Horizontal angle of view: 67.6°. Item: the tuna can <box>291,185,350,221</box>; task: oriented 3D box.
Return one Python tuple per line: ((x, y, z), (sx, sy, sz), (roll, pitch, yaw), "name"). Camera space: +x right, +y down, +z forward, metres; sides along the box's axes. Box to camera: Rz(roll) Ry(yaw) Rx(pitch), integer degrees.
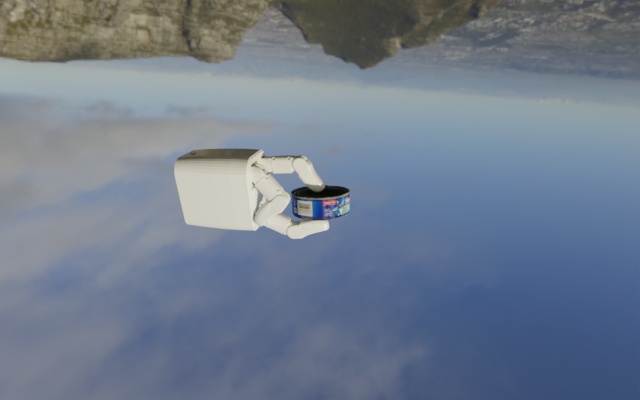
((0.000, 0.003, 0.697), (0.086, 0.034, 0.086), (-2, 13, 0), "tuna can")
